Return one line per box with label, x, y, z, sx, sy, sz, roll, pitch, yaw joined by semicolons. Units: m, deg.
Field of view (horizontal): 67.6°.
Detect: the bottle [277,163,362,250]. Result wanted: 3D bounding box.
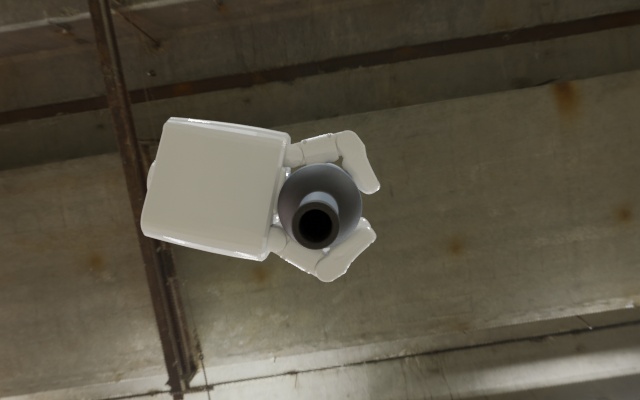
bottle;0.000;0.001;0.410;0.069;0.069;0.295;0;5;1
